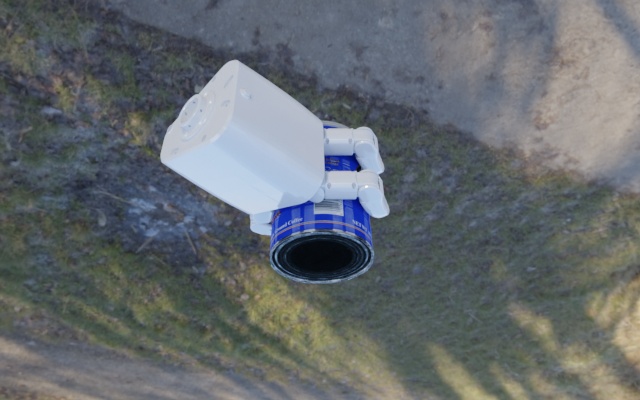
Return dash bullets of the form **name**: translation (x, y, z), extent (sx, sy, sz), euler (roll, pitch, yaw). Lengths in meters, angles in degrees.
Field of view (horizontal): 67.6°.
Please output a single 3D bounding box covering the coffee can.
- **coffee can**: translation (0.000, 0.002, 0.502), extent (0.103, 0.140, 0.103), euler (-1, -36, -1)
